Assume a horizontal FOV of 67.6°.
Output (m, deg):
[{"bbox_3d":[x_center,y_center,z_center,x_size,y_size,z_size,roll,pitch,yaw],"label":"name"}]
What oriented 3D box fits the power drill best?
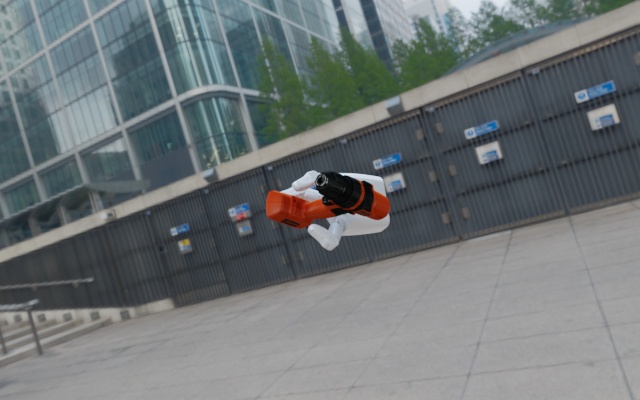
[{"bbox_3d":[0.000,0.003,0.809,0.187,0.057,0.184,-8,-21,36],"label":"power drill"}]
